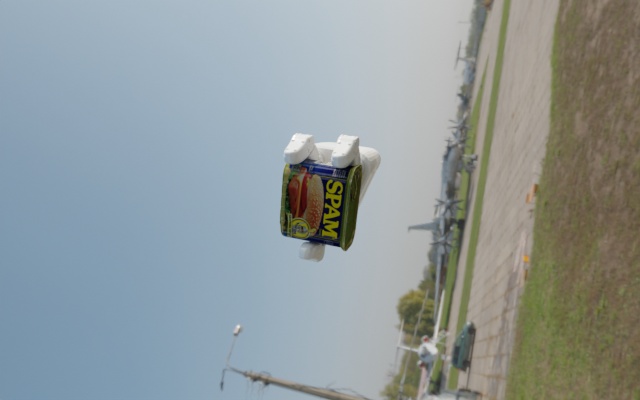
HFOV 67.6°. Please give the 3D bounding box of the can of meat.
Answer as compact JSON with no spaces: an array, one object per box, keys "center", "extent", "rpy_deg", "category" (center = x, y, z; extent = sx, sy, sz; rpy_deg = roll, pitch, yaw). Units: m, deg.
[{"center":[0.000,0.002,0.575],"extent":[0.084,0.102,0.057],"rpy_deg":[10,16,15],"category":"can of meat"}]
